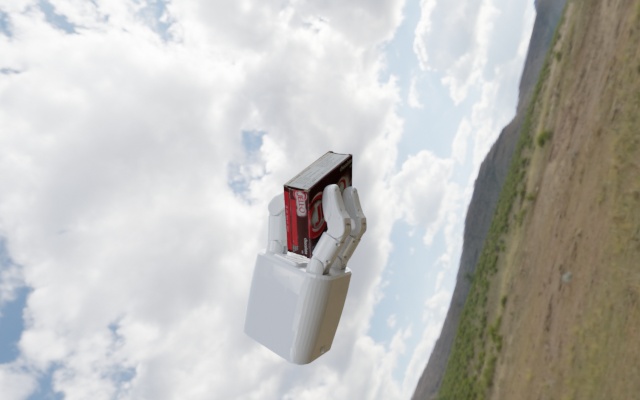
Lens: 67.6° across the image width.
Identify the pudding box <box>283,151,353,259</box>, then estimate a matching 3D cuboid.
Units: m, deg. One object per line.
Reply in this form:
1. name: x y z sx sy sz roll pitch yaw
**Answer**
1. pudding box: 0.000 0.002 0.572 0.039 0.090 0.113 13 32 23
